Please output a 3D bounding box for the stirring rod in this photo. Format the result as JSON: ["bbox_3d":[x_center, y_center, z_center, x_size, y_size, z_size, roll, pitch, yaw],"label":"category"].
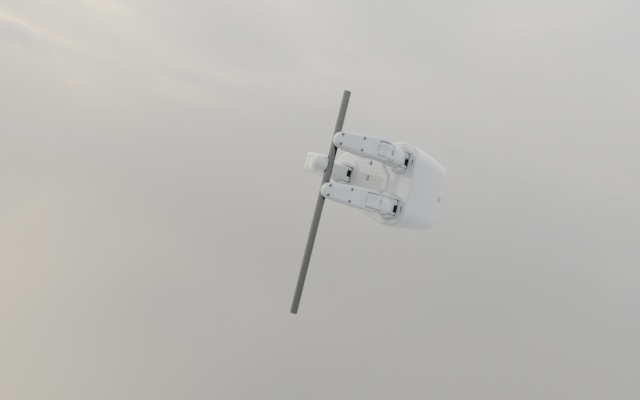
[{"bbox_3d":[0.000,0.002,0.504,0.011,0.239,0.011,14,0,0],"label":"stirring rod"}]
